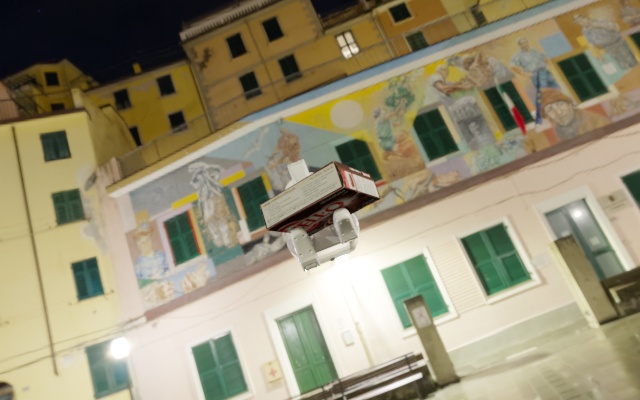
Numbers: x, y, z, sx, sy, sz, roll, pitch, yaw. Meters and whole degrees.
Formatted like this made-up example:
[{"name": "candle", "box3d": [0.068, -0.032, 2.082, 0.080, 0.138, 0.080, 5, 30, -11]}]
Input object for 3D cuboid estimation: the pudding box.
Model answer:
[{"name": "pudding box", "box3d": [0.000, 0.002, 0.559, 0.113, 0.039, 0.090, -31, -22, 25]}]
